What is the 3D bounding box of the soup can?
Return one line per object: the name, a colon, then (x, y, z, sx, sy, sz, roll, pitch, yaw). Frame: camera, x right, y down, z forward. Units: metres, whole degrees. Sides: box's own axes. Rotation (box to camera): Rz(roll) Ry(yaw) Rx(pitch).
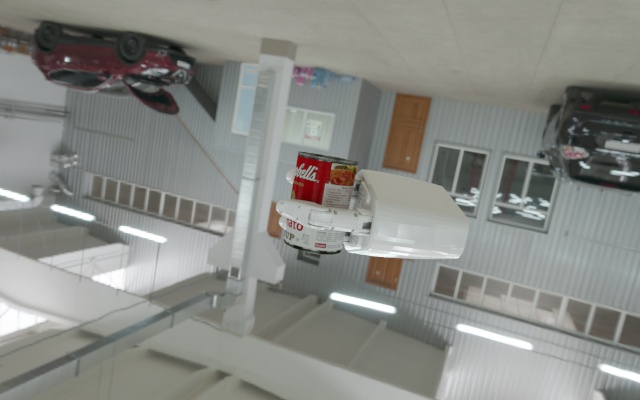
soup can: (0.000, 0.002, 0.528, 0.068, 0.102, 0.068, 10, 8, -1)
